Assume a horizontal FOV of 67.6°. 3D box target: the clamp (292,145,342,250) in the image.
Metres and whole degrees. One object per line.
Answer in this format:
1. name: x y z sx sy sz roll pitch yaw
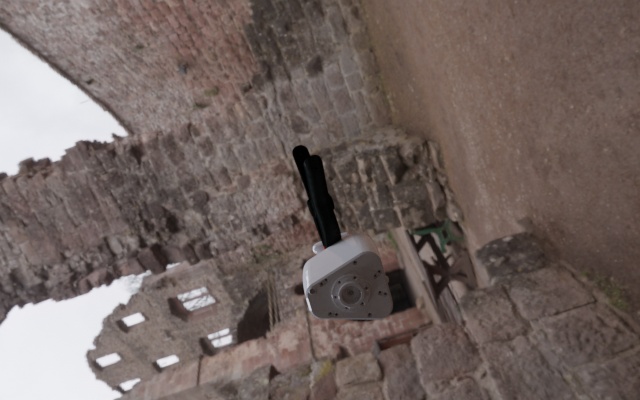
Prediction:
1. clamp: 0.000 0.003 0.684 0.039 0.171 0.120 -20 8 -1
